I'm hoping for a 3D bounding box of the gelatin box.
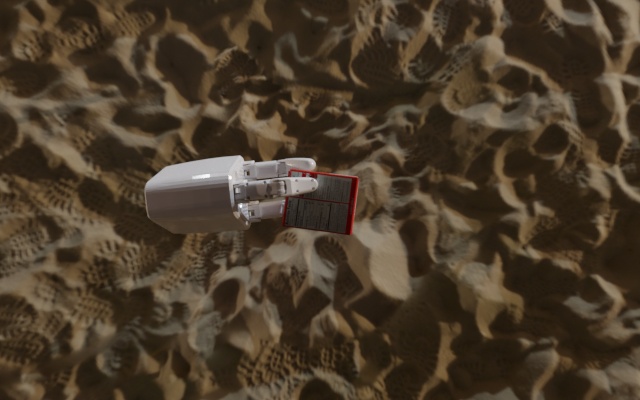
[{"bbox_3d":[0.000,0.002,0.600,0.089,0.073,0.030,7,-1,4],"label":"gelatin box"}]
